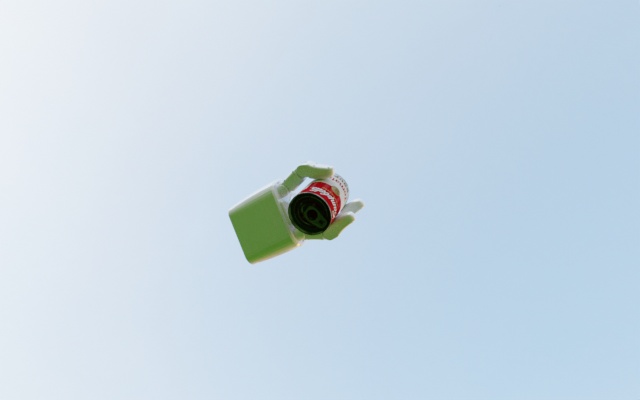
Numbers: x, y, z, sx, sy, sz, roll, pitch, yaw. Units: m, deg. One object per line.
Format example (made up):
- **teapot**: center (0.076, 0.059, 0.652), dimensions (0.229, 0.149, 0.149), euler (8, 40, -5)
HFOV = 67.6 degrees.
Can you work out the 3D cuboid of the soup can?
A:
- **soup can**: center (0.001, 0.002, 0.739), dimensions (0.068, 0.068, 0.102), euler (0, 21, 20)
